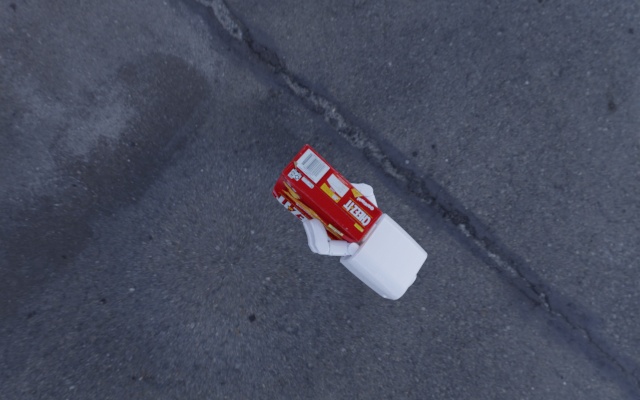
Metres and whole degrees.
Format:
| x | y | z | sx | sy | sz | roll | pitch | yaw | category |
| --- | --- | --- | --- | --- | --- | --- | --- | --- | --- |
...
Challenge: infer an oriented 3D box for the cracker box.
| x | y | z | sx | sy | sz | roll | pitch | yaw | category |
| --- | --- | --- | --- | --- | --- | --- | --- | --- | --- |
| 0.000 | 0.003 | 0.836 | 0.164 | 0.072 | 0.214 | 42 | -13 | -3 | cracker box |
